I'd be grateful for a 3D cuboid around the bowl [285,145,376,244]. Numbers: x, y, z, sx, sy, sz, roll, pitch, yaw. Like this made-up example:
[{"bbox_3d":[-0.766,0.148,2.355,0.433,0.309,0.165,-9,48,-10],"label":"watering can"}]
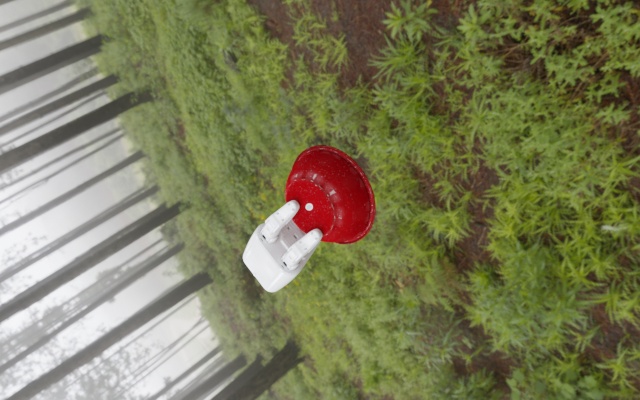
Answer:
[{"bbox_3d":[0.000,0.002,0.710,0.162,0.162,0.055,0,21,41],"label":"bowl"}]
